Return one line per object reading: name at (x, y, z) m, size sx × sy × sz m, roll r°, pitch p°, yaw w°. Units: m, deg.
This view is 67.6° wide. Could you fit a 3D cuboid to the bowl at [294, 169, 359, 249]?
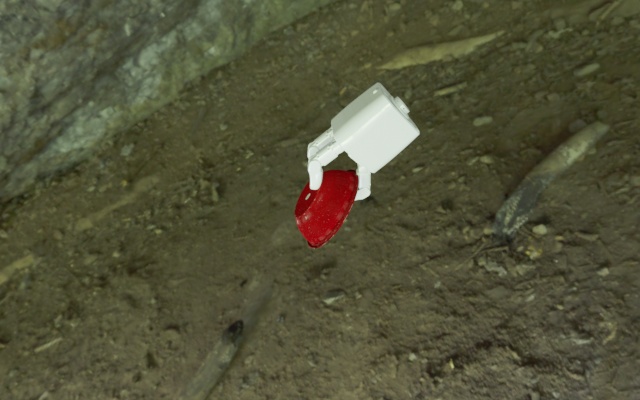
bowl at (-0.001, 0.004, 0.860) m, size 0.055 × 0.162 × 0.162 m, roll 29°, pitch -10°, yaw -18°
